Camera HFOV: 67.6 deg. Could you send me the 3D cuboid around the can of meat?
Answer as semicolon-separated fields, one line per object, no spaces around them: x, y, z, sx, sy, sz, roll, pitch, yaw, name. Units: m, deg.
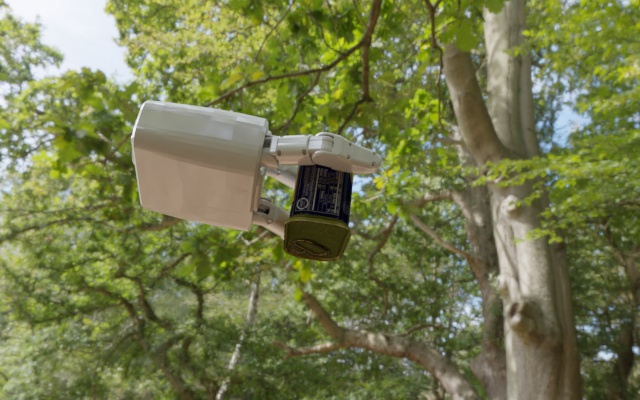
0.000;0.001;0.449;0.057;0.084;0.102;8;-25;-2;can of meat
